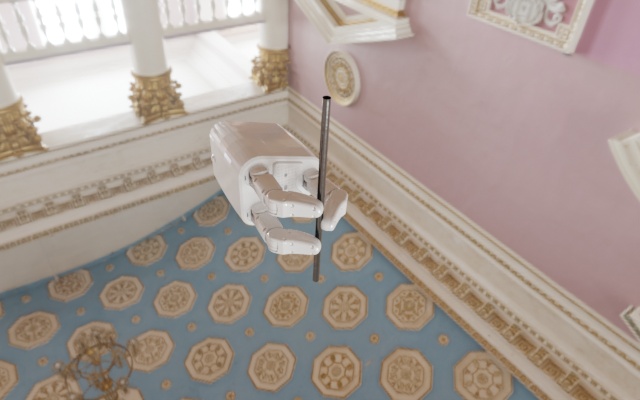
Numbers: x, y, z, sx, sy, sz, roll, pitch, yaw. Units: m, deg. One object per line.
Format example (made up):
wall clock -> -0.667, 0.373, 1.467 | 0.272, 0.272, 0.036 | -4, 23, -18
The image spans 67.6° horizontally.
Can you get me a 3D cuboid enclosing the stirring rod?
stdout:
stirring rod -> 0.000, 0.002, 0.505 | 0.011, 0.240, 0.011 | 2, 38, -2
